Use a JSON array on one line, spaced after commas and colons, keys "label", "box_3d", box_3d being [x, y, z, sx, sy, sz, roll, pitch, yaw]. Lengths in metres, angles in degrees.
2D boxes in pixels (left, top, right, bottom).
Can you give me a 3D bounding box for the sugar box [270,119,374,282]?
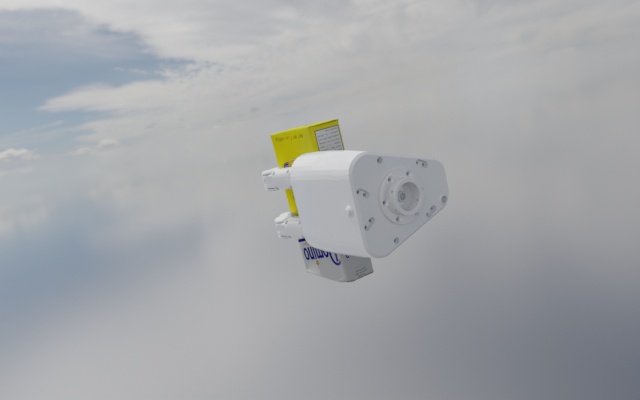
[{"label": "sugar box", "box_3d": [0.000, 0.002, 0.547, 0.048, 0.176, 0.093, -17, 10, -30]}]
